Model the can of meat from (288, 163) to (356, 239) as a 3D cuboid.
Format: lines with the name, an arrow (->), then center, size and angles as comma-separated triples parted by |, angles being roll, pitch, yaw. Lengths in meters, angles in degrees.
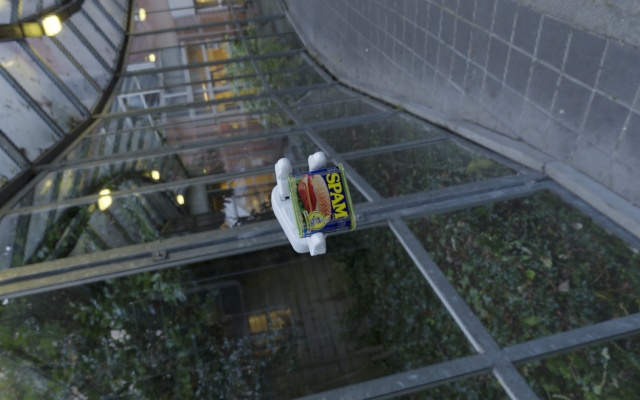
can of meat -> 0.000, 0.003, 0.723 | 0.084, 0.102, 0.057 | -11, -10, -8
